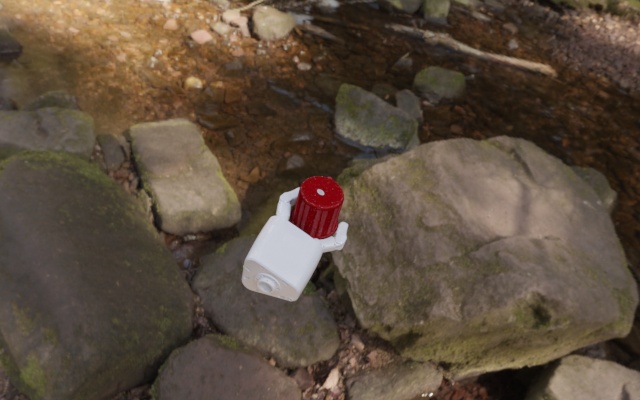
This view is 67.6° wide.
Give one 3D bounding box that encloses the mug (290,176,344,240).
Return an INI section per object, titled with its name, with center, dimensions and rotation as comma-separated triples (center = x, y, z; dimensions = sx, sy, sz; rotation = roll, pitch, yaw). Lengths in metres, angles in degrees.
[mug]
center = 0.001, 0.002, 0.877
dimensions = 0.093, 0.082, 0.117
rotation = 23, 47, 7
